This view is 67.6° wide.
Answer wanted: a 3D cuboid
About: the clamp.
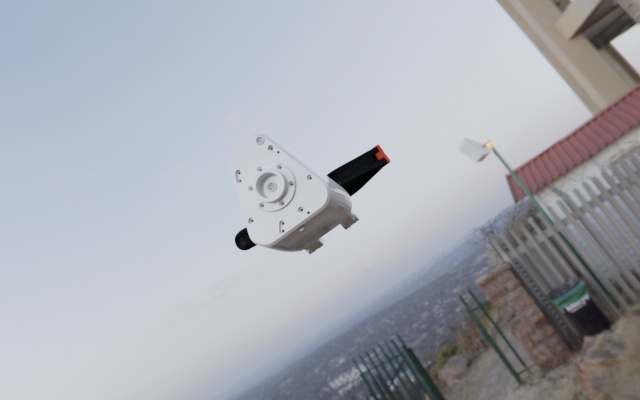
[{"bbox_3d":[0.000,0.001,0.632,0.210,0.036,0.164,-35,-12,7],"label":"clamp"}]
